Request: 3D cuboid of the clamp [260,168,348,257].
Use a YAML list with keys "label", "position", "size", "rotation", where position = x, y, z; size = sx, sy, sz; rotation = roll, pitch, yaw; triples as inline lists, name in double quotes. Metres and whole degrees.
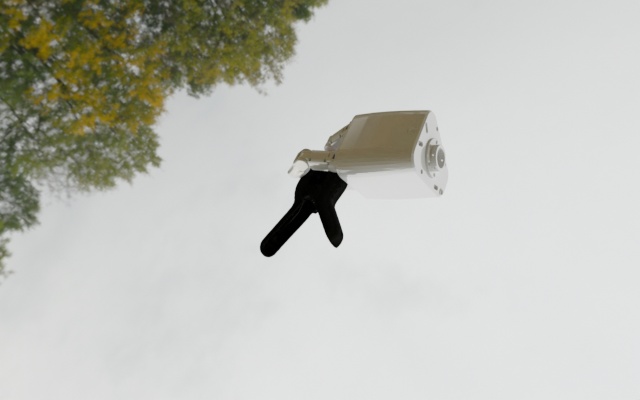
- label: "clamp"
  position: [0.000, 0.002, 0.615]
  size: [0.120, 0.171, 0.039]
  rotation: [1, -39, 36]
